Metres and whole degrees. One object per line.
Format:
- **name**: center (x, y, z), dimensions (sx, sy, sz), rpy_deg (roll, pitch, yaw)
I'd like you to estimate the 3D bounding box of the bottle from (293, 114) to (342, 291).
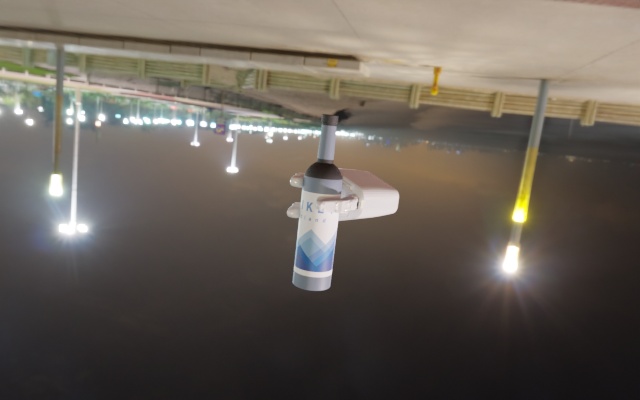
- **bottle**: center (0.000, 0.003, 0.814), dimensions (0.069, 0.296, 0.069), rpy_deg (6, 9, -1)
